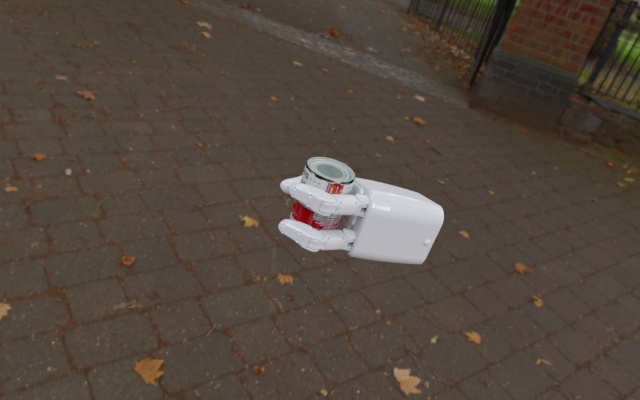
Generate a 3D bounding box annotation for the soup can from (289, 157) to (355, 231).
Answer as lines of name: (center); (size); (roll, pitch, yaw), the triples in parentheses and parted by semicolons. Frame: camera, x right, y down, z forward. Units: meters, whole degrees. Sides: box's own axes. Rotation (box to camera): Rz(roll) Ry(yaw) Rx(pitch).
soup can: (0.000, 0.002, 0.634); (0.068, 0.102, 0.068); (14, 28, -8)
